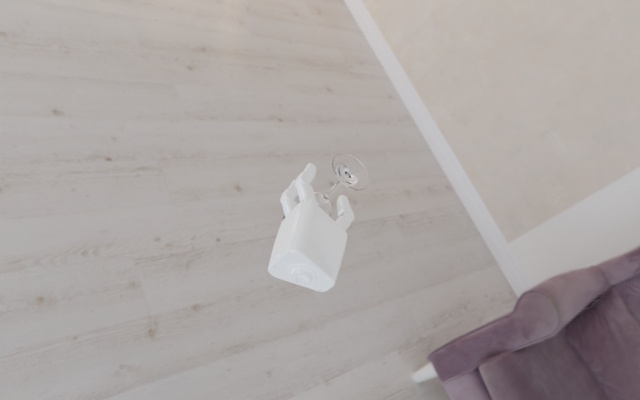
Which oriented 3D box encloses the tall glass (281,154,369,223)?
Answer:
[{"bbox_3d":[0.001,0.002,0.872,0.079,0.079,0.201,0,-31,-37],"label":"tall glass"}]
